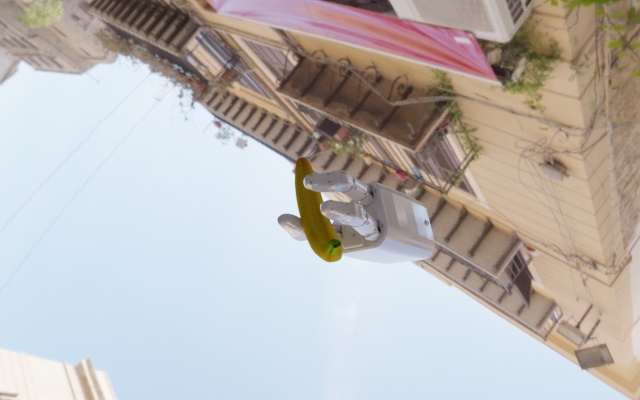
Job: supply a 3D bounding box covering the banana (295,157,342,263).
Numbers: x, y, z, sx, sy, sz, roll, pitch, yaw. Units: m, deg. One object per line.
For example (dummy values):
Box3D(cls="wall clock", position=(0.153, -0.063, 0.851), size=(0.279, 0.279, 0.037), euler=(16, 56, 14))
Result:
Box3D(cls="banana", position=(-0.003, 0.019, 0.631), size=(0.037, 0.070, 0.197), euler=(1, 35, -20))
